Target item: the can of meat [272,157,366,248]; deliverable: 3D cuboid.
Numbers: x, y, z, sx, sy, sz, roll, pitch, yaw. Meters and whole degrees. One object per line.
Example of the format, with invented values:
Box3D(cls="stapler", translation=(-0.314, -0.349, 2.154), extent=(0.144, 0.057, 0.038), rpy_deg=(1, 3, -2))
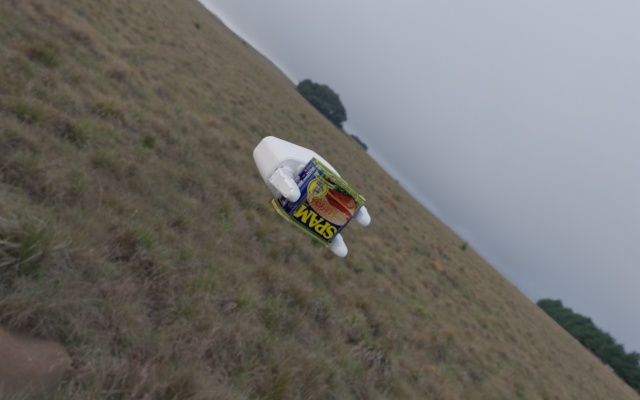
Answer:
Box3D(cls="can of meat", translation=(0.000, 0.002, 0.653), extent=(0.102, 0.084, 0.057), rpy_deg=(37, 8, -30))
